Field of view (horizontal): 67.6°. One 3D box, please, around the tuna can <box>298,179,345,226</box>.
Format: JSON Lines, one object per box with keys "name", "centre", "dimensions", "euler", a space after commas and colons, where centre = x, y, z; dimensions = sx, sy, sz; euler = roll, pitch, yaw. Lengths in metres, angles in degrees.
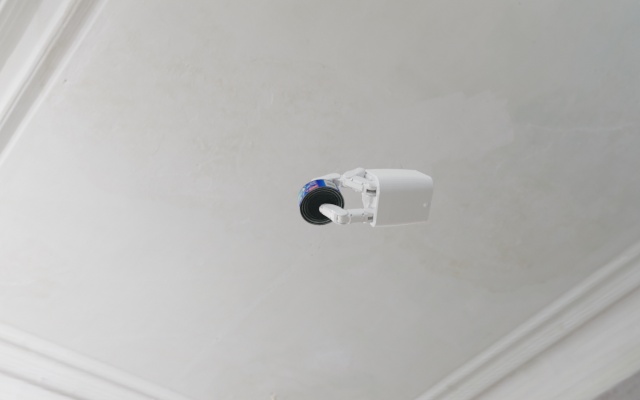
{"name": "tuna can", "centre": [0.000, 0.003, 0.900], "dimensions": [0.086, 0.086, 0.033], "euler": [0, 32, -14]}
